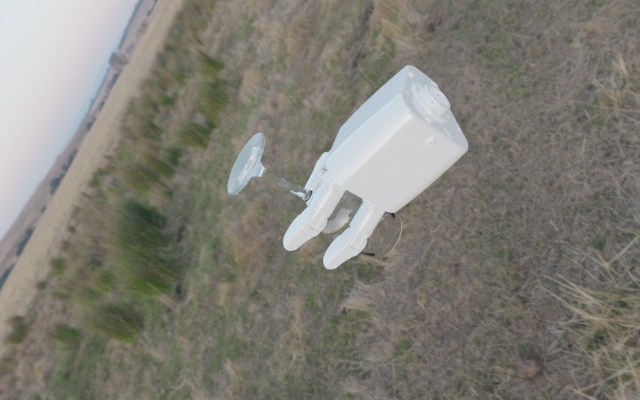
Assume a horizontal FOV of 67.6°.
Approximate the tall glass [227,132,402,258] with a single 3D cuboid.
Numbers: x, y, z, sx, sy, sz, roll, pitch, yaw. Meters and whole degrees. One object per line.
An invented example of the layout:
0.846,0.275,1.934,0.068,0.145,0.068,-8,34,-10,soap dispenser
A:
-0.001,0.002,0.548,0.201,0.079,0.079,28,-13,-26,tall glass
